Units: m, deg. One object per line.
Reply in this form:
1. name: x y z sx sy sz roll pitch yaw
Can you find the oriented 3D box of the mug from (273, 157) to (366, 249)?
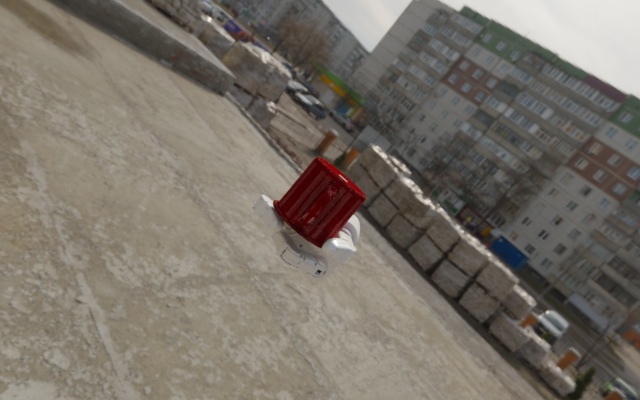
1. mug: 0.000 0.002 0.581 0.093 0.081 0.117 40 9 2
